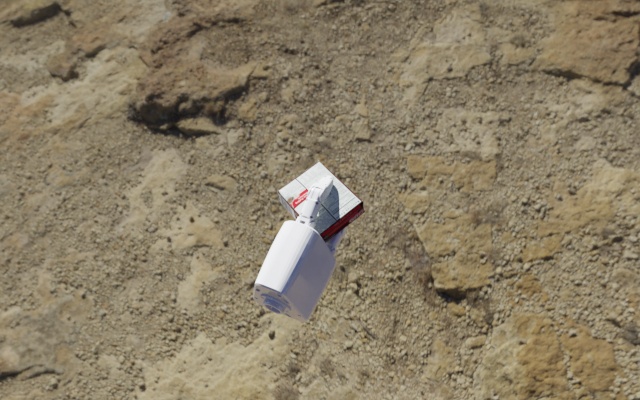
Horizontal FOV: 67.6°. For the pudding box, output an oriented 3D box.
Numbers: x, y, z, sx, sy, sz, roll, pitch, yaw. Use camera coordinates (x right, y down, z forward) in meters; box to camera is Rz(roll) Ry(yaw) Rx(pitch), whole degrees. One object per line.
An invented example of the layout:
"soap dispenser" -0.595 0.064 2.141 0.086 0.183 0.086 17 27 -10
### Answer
"pudding box" 0.000 0.002 0.749 0.090 0.113 0.039 -36 -29 -14
